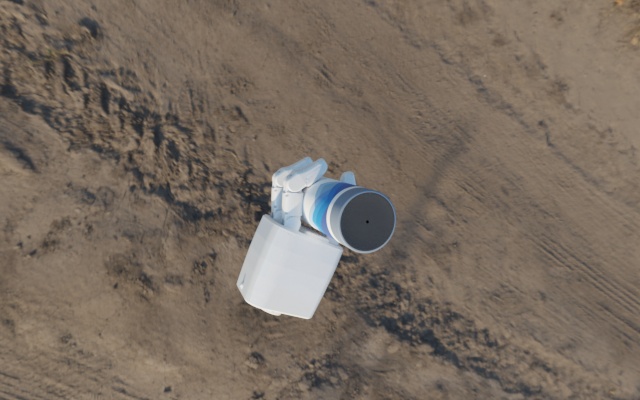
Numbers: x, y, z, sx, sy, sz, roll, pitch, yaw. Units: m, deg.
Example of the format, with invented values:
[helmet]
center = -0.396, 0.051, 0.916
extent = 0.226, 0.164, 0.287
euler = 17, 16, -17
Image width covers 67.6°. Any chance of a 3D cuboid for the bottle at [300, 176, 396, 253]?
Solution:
[bottle]
center = 0.000, 0.002, 0.629
extent = 0.069, 0.069, 0.295
euler = 0, 8, -20
